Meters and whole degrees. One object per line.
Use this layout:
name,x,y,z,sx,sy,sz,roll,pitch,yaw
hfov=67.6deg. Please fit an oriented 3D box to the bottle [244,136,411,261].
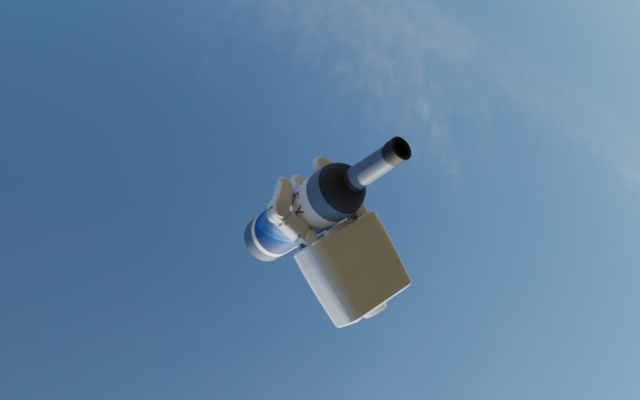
bottle,0.000,0.002,0.593,0.069,0.069,0.296,0,-22,-37
